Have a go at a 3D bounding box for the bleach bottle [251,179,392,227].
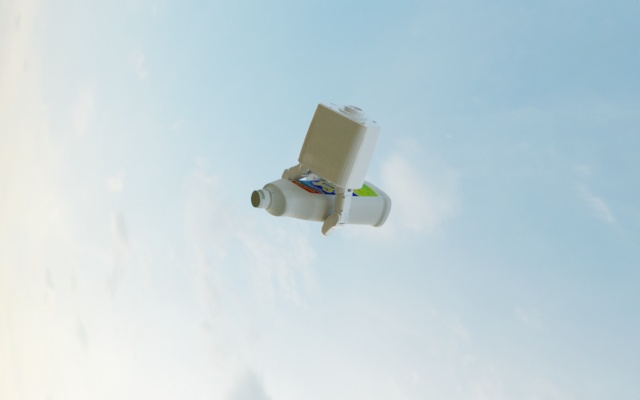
[{"bbox_3d":[0.000,0.003,0.816,0.251,0.068,0.102,0,28,-39],"label":"bleach bottle"}]
